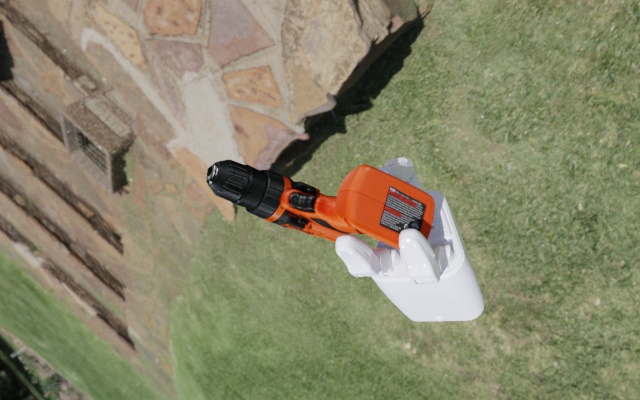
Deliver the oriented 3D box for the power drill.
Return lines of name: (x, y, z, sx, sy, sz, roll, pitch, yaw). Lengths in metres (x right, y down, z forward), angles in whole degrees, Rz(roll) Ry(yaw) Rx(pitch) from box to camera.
power drill: (0.001, 0.002, 0.467, 0.184, 0.057, 0.187, 21, -10, -34)
